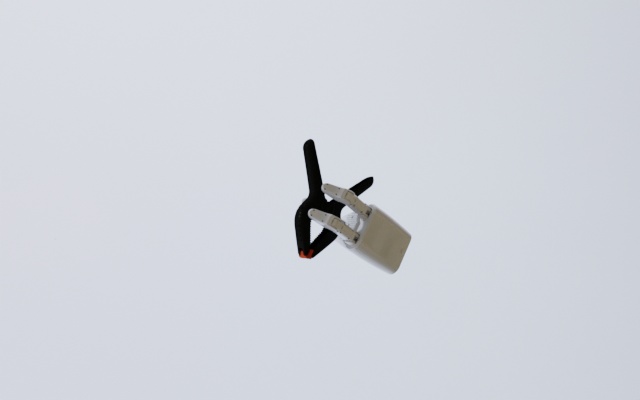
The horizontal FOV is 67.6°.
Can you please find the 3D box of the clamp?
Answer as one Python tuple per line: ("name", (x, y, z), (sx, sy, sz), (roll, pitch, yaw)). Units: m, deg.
("clamp", (0.000, 0.003, 0.873), (0.164, 0.210, 0.036), (35, -20, -24))
